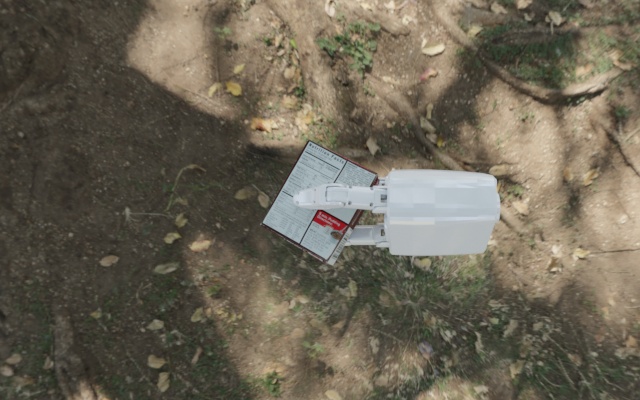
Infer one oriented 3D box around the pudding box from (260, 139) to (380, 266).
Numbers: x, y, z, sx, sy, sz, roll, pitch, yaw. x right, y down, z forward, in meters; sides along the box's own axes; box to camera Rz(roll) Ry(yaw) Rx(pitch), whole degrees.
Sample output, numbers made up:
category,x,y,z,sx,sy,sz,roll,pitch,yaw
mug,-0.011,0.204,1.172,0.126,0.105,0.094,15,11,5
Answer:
category,x,y,z,sx,sy,sz,roll,pitch,yaw
pudding box,0.000,0.002,0.530,0.090,0.113,0.039,29,-6,14
